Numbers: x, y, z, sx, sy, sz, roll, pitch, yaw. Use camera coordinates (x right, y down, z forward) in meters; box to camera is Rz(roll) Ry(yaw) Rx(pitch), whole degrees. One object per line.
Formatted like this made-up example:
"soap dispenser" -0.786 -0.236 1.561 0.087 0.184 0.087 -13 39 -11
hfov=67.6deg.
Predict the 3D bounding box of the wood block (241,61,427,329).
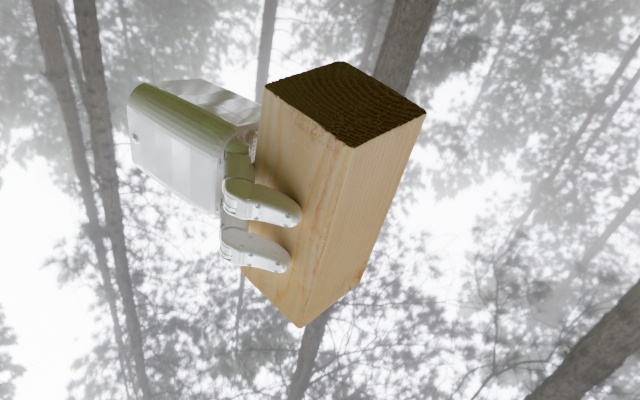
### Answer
"wood block" 0.000 0.001 0.411 0.090 0.206 0.091 38 47 24
